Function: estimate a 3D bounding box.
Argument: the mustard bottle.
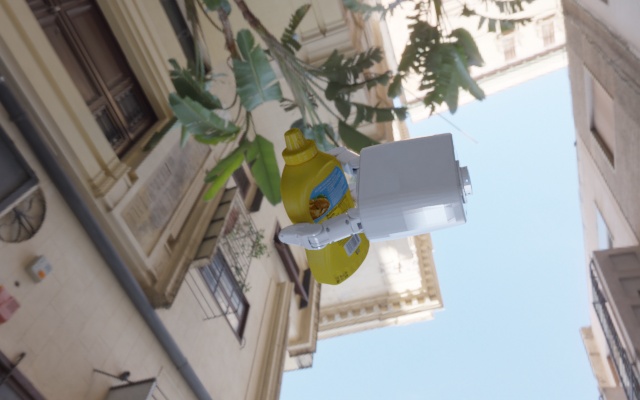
[{"bbox_3d":[0.000,0.002,0.575,0.058,0.192,0.096,3,36,39],"label":"mustard bottle"}]
